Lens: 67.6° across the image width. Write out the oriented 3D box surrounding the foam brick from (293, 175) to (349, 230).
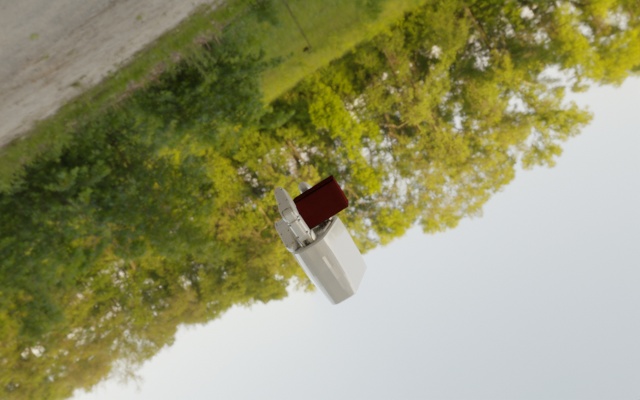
[{"bbox_3d":[0.000,0.002,0.759,0.078,0.051,0.053,-32,8,8],"label":"foam brick"}]
